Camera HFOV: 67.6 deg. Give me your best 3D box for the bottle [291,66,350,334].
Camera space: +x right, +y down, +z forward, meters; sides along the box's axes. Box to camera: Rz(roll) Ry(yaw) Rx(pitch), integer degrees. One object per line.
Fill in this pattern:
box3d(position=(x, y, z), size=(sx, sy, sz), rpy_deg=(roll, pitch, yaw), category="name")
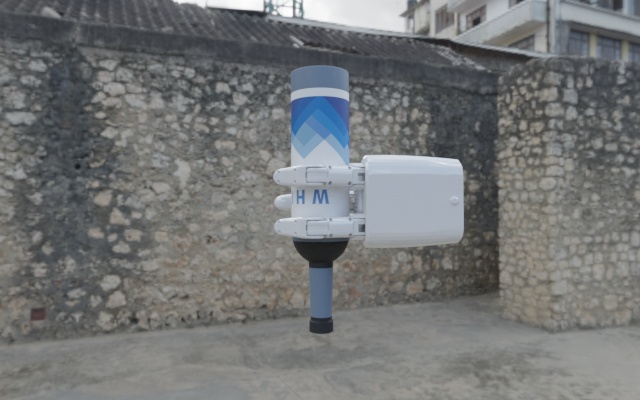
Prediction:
box3d(position=(0.000, 0.002, 0.546), size=(0.069, 0.295, 0.069), rpy_deg=(0, -1, 0), category="bottle")
